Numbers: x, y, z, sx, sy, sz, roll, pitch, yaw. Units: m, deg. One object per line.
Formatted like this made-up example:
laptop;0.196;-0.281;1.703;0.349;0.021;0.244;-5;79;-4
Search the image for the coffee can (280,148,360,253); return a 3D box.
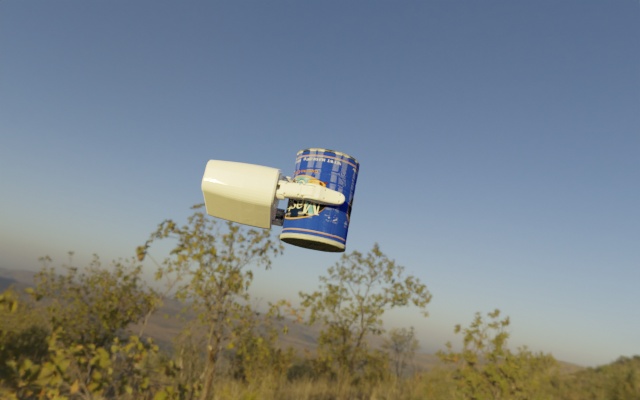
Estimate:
coffee can;0.000;0.003;0.749;0.103;0.140;0.103;10;-13;2
